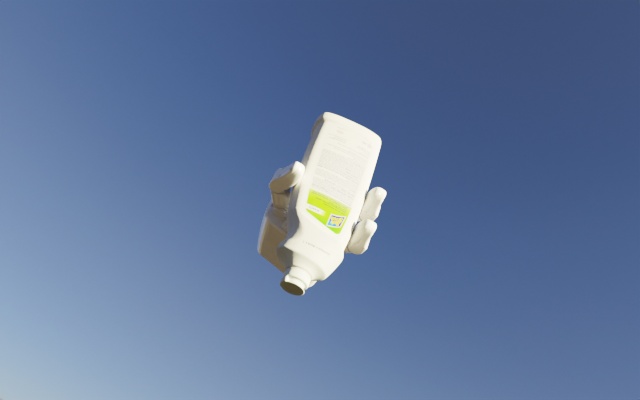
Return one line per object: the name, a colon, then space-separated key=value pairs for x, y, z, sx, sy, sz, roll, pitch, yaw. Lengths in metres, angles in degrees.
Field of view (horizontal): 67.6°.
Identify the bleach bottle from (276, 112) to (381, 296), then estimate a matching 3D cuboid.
bleach bottle: x=0.000 y=0.002 z=0.604 sx=0.102 sy=0.250 sz=0.068 roll=24 pitch=-36 yaw=-1
